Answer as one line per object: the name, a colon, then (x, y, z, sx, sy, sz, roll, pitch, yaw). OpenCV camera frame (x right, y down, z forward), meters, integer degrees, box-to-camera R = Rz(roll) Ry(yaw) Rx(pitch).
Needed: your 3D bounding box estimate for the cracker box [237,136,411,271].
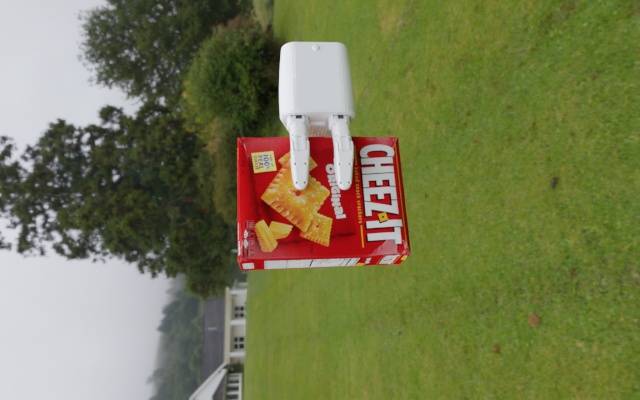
cracker box: (0.000, 0.002, 0.624, 0.214, 0.164, 0.072, -1, -17, -6)
